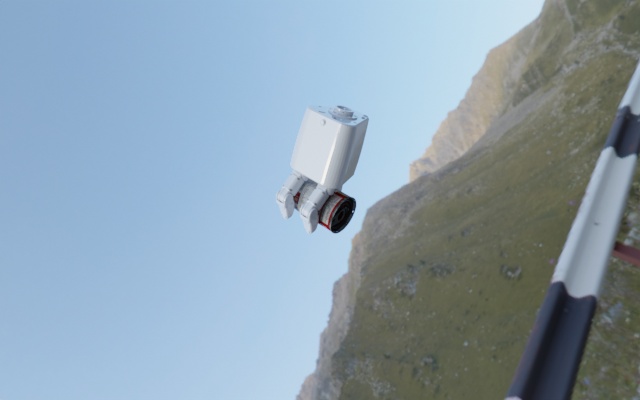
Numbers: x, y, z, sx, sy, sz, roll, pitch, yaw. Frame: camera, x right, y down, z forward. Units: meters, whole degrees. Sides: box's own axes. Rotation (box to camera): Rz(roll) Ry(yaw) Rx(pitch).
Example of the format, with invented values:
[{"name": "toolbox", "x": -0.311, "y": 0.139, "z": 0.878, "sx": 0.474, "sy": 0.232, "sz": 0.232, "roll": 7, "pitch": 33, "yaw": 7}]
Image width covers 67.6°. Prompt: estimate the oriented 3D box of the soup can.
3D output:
[{"name": "soup can", "x": 0.000, "y": 0.003, "z": 0.811, "sx": 0.102, "sy": 0.068, "sz": 0.068, "roll": 30, "pitch": 15, "yaw": 28}]
